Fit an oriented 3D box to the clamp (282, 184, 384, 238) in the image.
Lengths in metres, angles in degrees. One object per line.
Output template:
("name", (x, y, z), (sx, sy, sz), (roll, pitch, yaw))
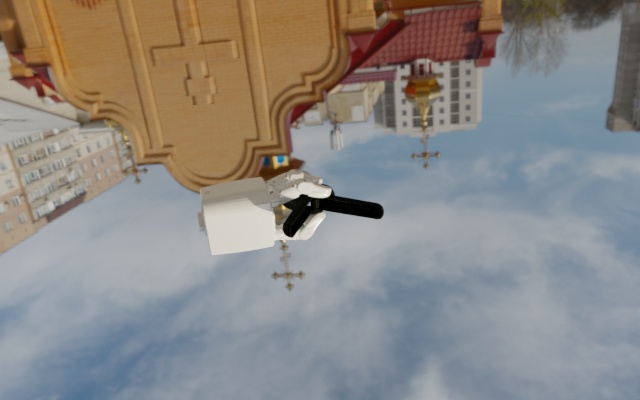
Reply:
("clamp", (0.000, 0.003, 0.804), (0.164, 0.036, 0.210), (-7, 21, -14))
